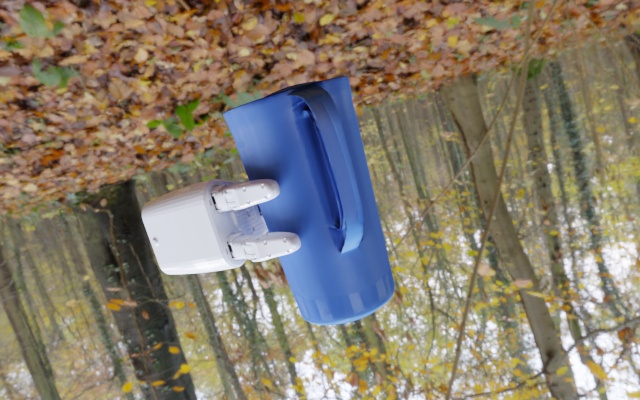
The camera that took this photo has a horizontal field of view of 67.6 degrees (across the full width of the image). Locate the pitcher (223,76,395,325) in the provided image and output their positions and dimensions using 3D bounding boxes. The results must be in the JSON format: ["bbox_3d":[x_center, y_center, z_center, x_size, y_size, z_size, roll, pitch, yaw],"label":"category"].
[{"bbox_3d":[0.000,0.002,0.496,0.145,0.243,0.149,-13,10,27],"label":"pitcher"}]
